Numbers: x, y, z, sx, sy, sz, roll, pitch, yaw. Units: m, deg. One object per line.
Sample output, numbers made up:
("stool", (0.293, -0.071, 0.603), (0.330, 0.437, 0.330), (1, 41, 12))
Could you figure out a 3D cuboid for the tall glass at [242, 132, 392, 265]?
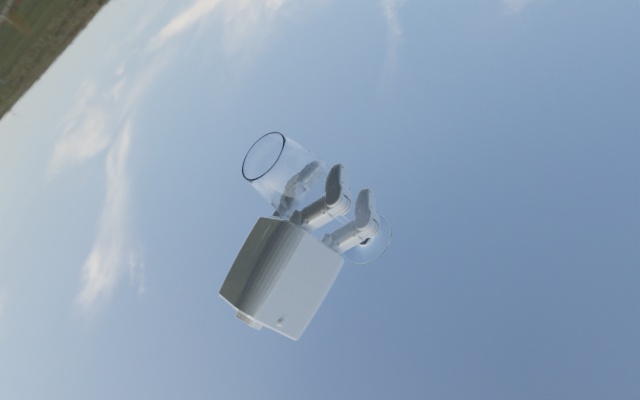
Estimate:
("tall glass", (0.001, 0.002, 0.562), (0.079, 0.079, 0.201), (0, -30, 45))
